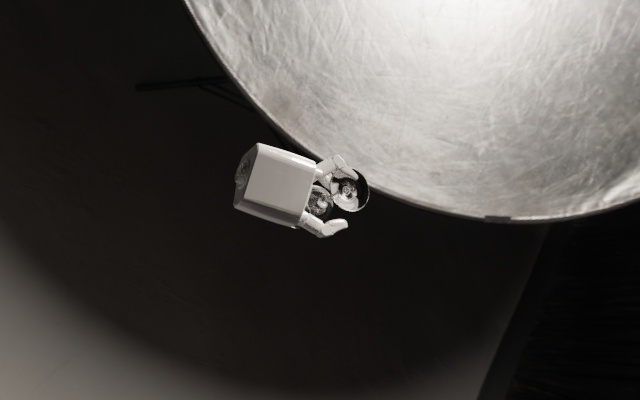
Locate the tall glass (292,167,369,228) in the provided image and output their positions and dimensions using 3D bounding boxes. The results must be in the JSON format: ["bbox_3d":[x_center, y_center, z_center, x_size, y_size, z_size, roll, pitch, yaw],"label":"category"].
[{"bbox_3d":[0.001,0.003,0.850,0.079,0.079,0.201,0,-13,-29],"label":"tall glass"}]
